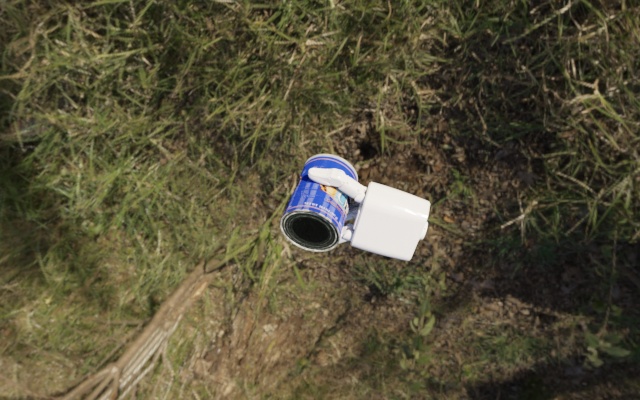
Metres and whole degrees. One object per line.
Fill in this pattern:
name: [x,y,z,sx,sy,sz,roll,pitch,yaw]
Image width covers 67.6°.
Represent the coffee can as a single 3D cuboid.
coffee can: [0.000,0.002,0.825,0.103,0.140,0.103,11,-42,10]
